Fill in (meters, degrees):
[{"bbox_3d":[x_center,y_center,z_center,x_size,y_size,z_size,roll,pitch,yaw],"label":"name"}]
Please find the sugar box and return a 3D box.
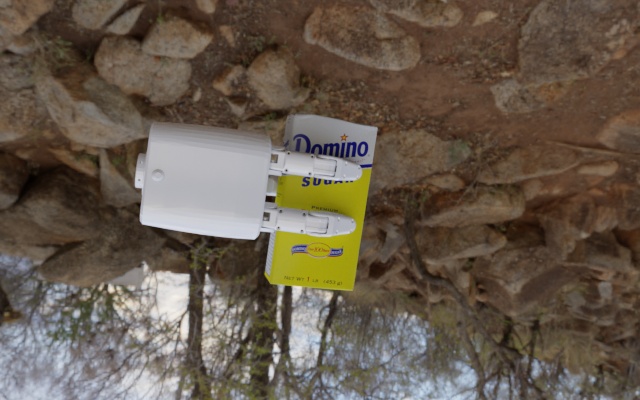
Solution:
[{"bbox_3d":[0.000,0.002,0.505,0.093,0.176,0.048,7,5,-15],"label":"sugar box"}]
